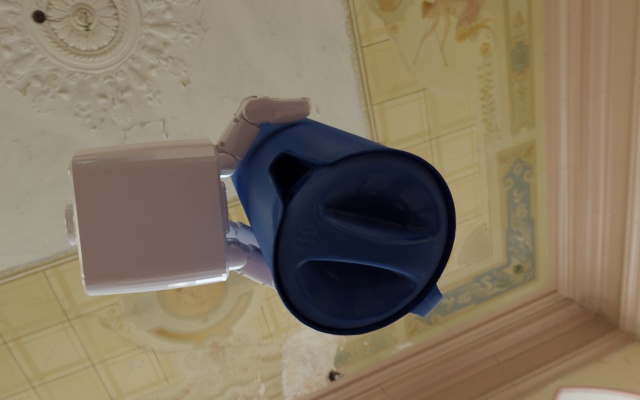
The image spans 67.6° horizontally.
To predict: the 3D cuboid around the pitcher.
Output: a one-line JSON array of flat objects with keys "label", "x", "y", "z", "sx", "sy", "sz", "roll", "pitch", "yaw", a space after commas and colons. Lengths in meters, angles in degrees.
[{"label": "pitcher", "x": 0.000, "y": 0.001, "z": 0.416, "sx": 0.145, "sy": 0.149, "sz": 0.242, "roll": -7, "pitch": 21, "yaw": -18}]
